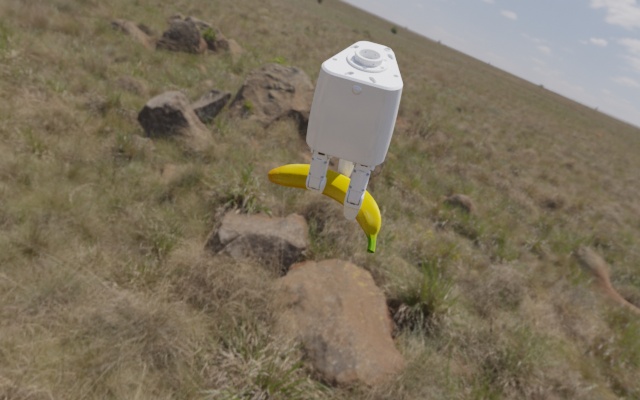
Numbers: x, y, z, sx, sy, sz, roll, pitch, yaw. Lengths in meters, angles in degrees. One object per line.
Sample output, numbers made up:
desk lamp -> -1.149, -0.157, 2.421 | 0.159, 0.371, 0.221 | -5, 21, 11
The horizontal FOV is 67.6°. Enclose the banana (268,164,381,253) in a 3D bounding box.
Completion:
banana -> 0.015, -0.009, 0.679 | 0.197, 0.069, 0.037 | 35, -19, 22
